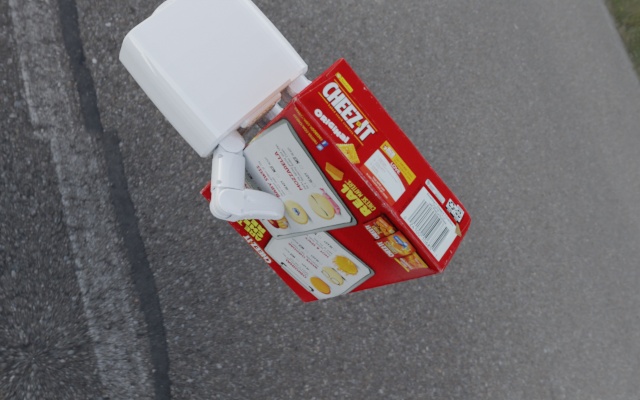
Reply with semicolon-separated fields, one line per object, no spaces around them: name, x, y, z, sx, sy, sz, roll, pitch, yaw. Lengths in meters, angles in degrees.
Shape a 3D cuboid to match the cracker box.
cracker box;0.000;0.001;0.430;0.072;0.164;0.214;-47;10;-33
